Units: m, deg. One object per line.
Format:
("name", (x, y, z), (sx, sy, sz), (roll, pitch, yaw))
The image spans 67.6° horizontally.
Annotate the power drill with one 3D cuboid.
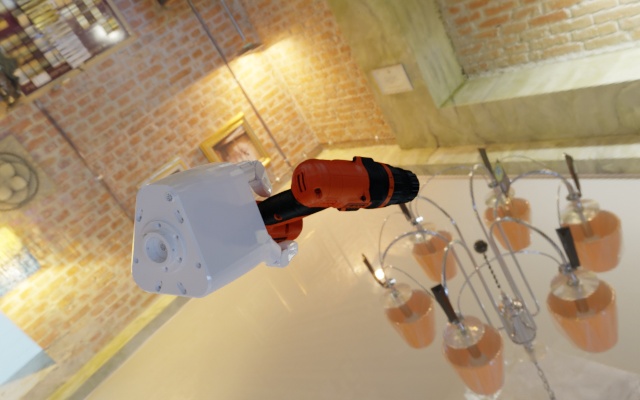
("power drill", (0.000, 0.002, 0.552), (0.184, 0.057, 0.188), (3, -20, -45))
